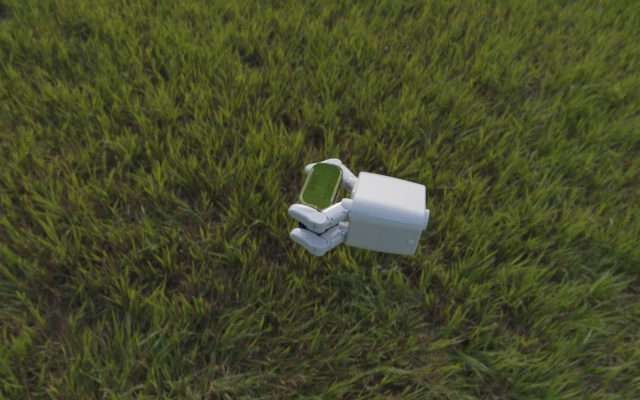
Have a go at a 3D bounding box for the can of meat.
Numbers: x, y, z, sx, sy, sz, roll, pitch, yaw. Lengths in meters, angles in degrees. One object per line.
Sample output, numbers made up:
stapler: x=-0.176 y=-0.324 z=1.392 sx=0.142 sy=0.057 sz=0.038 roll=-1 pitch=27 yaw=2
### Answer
can of meat: x=0.000 y=0.002 z=0.748 sx=0.057 sy=0.102 sz=0.084 roll=14 pitch=-40 yaw=8
